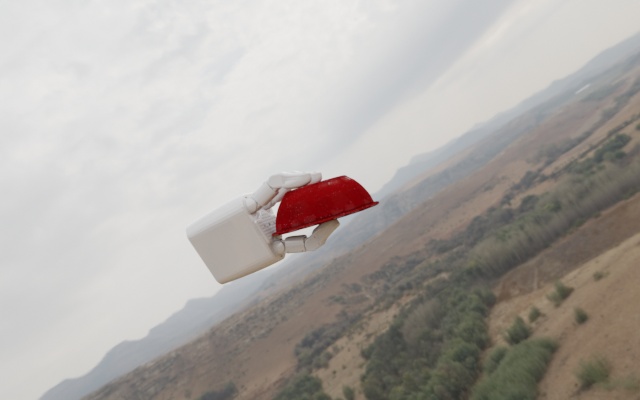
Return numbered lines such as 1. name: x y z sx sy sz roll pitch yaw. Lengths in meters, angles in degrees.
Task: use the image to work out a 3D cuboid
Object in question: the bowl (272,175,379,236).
1. bowl: 0.001 0.001 0.689 0.162 0.055 0.162 -17 0 0
